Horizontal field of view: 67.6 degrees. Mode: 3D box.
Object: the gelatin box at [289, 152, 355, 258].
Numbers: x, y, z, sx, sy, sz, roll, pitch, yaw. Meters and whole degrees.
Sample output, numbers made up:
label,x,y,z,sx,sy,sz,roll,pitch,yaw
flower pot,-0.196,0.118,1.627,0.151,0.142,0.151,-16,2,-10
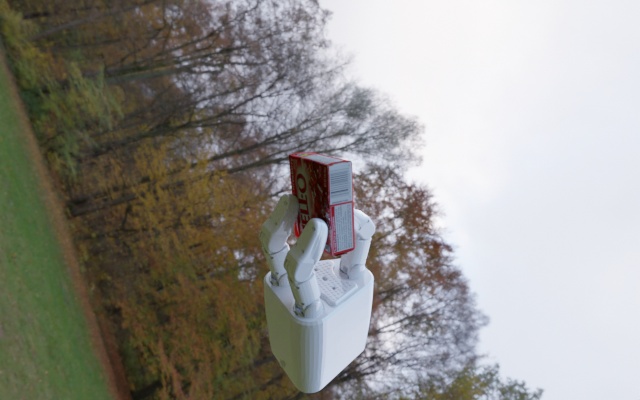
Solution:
label,x,y,z,sx,sy,sz,roll,pitch,yaw
gelatin box,0.000,0.001,0.461,0.030,0.089,0.073,-12,18,-29
